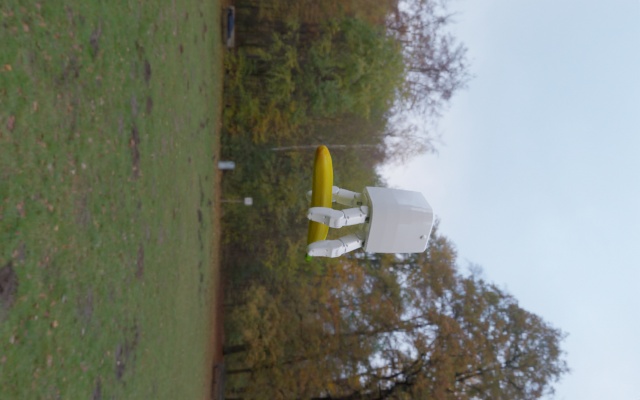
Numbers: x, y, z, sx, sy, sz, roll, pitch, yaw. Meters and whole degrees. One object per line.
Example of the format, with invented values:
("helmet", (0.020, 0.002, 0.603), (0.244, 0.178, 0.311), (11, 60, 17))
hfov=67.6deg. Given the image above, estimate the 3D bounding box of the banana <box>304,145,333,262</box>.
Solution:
("banana", (0.001, 0.002, 0.812), (0.037, 0.198, 0.069), (5, 14, 2))
